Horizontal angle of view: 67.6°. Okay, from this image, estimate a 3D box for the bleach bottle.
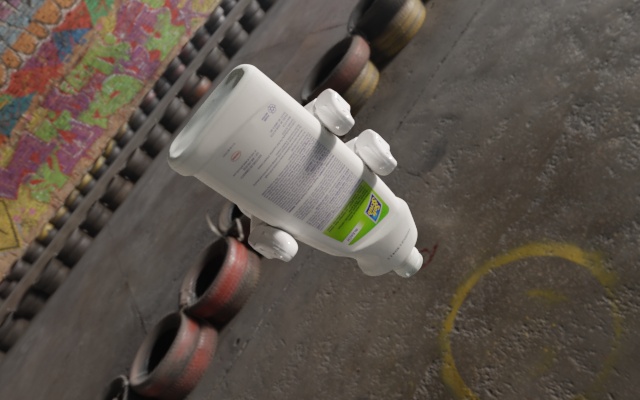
[{"bbox_3d":[0.000,0.001,0.420,0.251,0.102,0.068,39,0,-29],"label":"bleach bottle"}]
